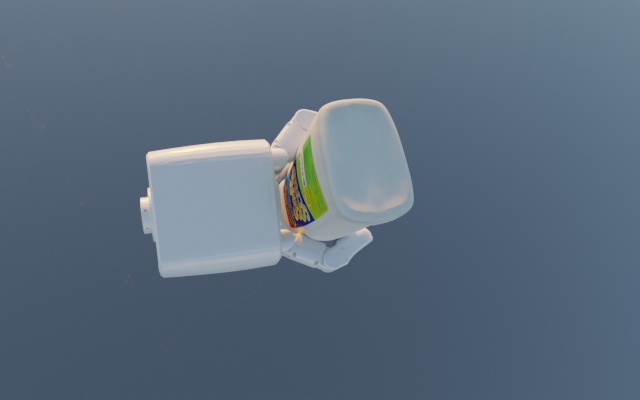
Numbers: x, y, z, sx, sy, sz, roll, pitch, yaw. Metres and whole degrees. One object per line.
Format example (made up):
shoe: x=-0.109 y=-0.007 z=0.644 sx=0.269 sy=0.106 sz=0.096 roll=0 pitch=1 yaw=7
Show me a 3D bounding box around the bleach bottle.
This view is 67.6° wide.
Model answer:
bleach bottle: x=0.000 y=0.001 z=0.466 sx=0.068 sy=0.102 sz=0.251 roll=-8 pitch=-14 yaw=-18
